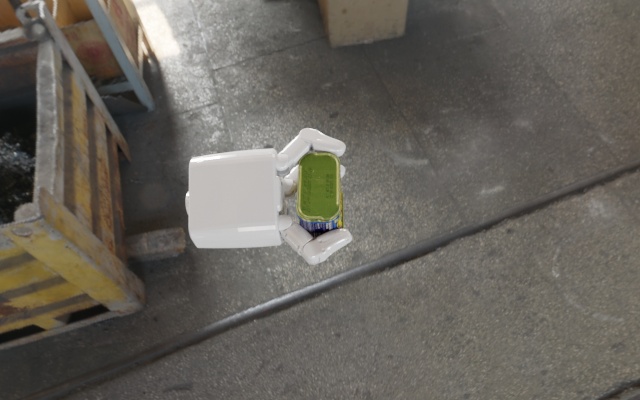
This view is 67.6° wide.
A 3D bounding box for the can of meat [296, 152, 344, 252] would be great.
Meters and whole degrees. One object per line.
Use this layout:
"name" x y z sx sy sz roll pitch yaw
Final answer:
"can of meat" 0.000 0.002 0.597 0.057 0.102 0.084 -1 -31 3
